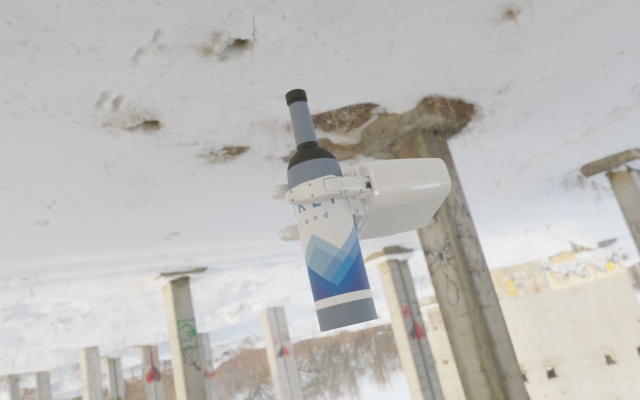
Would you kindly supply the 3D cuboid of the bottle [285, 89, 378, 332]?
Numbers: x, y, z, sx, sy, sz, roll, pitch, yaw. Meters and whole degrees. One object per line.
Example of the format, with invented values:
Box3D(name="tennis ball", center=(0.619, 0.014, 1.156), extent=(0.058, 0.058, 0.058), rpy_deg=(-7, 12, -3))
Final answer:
Box3D(name="bottle", center=(0.000, 0.002, 0.572), extent=(0.069, 0.295, 0.069), rpy_deg=(-12, -15, -3))
